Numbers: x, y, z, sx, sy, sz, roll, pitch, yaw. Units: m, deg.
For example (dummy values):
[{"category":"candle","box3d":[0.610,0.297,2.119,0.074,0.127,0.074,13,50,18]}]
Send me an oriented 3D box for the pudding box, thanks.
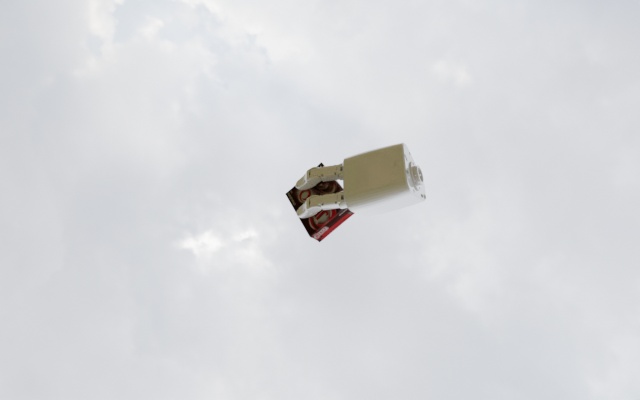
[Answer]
[{"category":"pudding box","box3d":[0.000,0.003,0.835,0.090,0.113,0.039,-40,-40,10]}]
